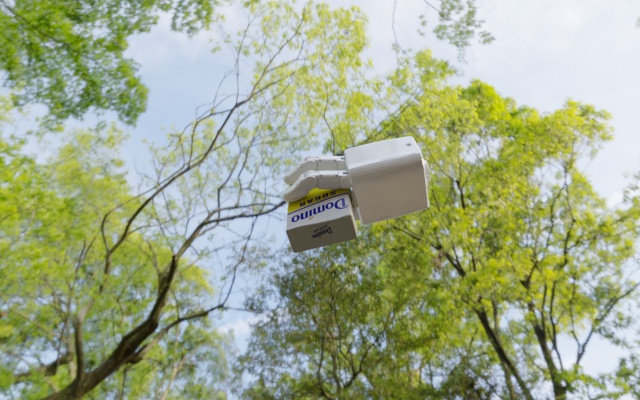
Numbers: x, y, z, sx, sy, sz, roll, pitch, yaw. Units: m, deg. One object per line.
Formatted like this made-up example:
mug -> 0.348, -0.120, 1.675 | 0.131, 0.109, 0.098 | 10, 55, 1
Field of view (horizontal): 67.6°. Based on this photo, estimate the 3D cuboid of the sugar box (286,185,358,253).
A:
sugar box -> 0.000, 0.002, 0.709 | 0.093, 0.048, 0.176 | -14, 27, 6
